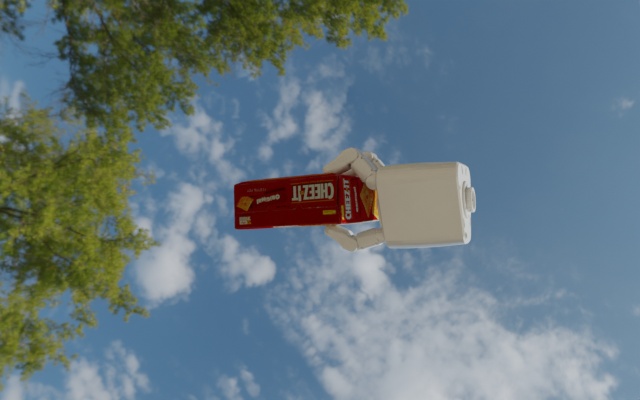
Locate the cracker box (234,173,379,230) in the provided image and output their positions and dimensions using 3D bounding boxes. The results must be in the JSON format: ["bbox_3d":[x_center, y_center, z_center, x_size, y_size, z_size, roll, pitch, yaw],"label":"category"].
[{"bbox_3d":[0.000,0.003,0.710,0.164,0.072,0.214,-5,-3,27],"label":"cracker box"}]
